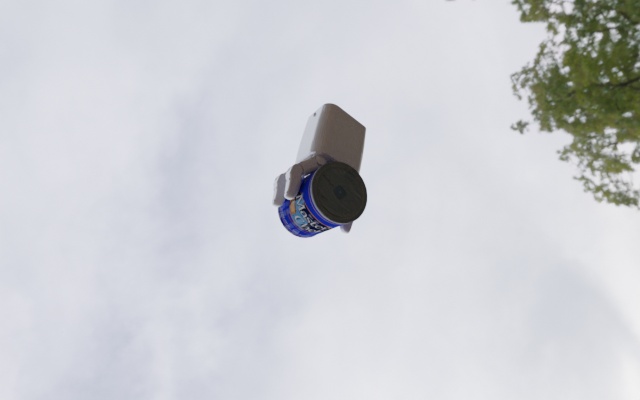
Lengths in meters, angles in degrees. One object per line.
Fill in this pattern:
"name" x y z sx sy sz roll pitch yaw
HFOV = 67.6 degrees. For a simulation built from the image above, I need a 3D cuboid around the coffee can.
"coffee can" 0.000 0.003 0.819 0.103 0.102 0.140 0 -14 -28
